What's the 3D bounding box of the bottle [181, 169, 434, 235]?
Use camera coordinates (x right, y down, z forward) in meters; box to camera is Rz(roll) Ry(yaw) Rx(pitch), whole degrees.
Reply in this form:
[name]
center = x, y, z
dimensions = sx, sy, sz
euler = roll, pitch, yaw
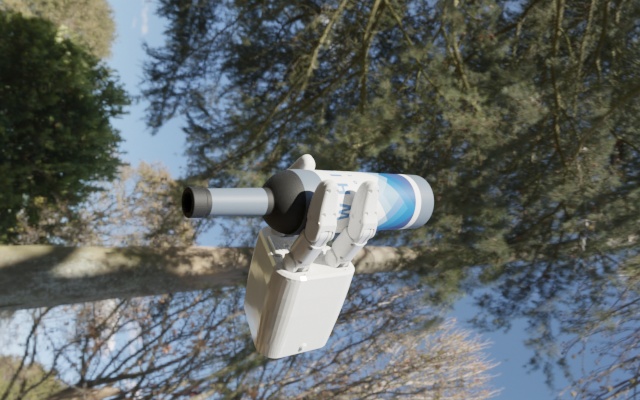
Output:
[bottle]
center = 0.000, 0.002, 0.503
dimensions = 0.296, 0.069, 0.069
euler = 0, 0, -39
